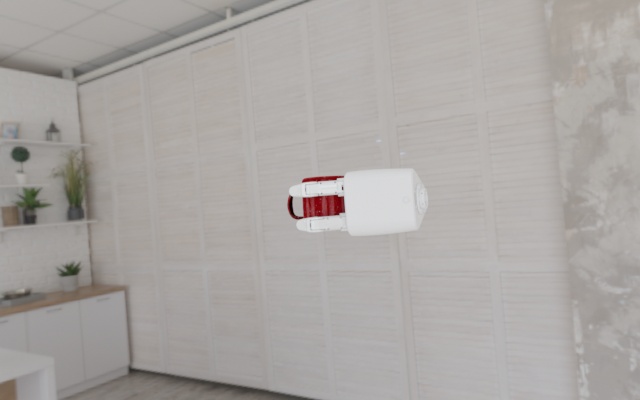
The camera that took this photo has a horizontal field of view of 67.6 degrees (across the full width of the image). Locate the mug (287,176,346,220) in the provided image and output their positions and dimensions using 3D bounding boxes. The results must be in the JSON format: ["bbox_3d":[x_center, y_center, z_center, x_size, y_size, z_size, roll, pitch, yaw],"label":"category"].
[{"bbox_3d":[-0.001,0.002,0.796,0.117,0.081,0.093,-4,0,21],"label":"mug"}]
